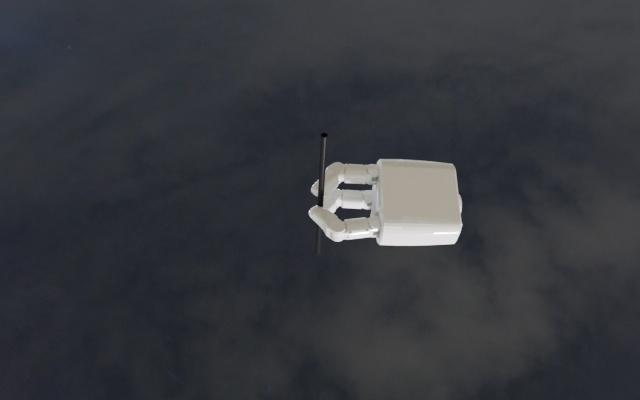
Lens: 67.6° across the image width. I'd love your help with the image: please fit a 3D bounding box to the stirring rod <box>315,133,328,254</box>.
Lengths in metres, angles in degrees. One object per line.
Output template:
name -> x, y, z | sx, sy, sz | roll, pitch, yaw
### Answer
stirring rod -> 0.000, 0.002, 0.641 | 0.011, 0.011, 0.240 | 0, -40, -3
